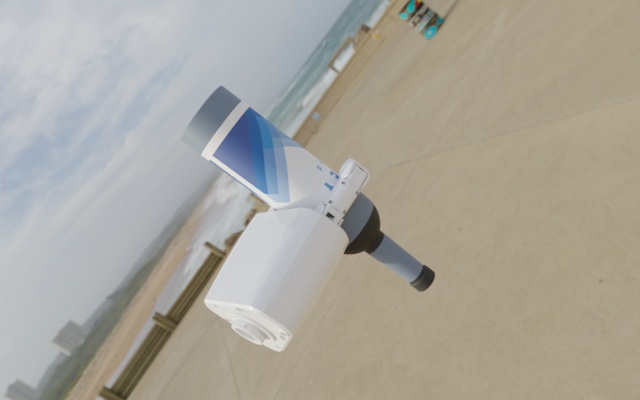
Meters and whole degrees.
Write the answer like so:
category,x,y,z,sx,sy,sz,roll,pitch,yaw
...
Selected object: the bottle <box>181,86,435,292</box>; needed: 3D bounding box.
category,x,y,z,sx,sy,sz,roll,pitch,yaw
bottle,0.000,0.001,0.491,0.296,0.069,0.069,37,-8,-11
